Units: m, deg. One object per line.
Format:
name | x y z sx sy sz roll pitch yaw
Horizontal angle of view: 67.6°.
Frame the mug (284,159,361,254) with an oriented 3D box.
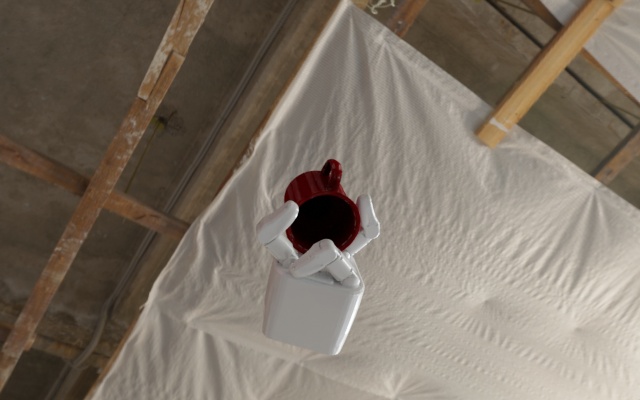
mug | 0.000 0.001 0.607 0.093 0.117 0.081 9 25 -15
